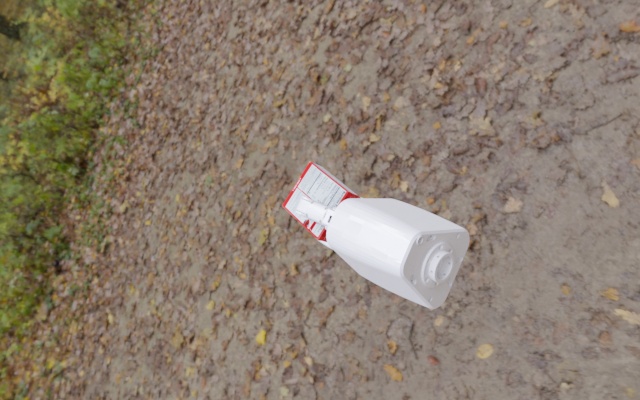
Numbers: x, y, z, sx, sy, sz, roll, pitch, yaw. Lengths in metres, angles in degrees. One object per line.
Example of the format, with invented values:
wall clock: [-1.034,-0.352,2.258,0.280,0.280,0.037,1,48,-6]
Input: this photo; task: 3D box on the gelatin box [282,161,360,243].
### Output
gelatin box: [0.000,0.002,0.621,0.030,0.073,0.089,22,14,-48]
